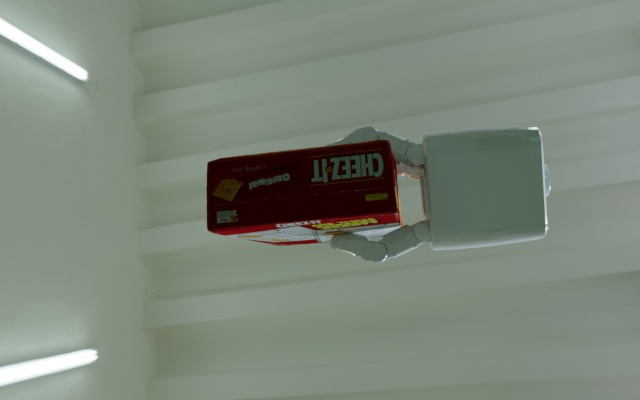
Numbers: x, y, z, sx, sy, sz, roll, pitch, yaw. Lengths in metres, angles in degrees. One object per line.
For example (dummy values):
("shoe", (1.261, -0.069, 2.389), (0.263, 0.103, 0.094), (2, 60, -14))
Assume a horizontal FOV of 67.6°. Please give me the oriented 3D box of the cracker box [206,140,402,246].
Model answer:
("cracker box", (0.000, 0.002, 0.499), (0.164, 0.072, 0.214), (-6, -10, 10))
